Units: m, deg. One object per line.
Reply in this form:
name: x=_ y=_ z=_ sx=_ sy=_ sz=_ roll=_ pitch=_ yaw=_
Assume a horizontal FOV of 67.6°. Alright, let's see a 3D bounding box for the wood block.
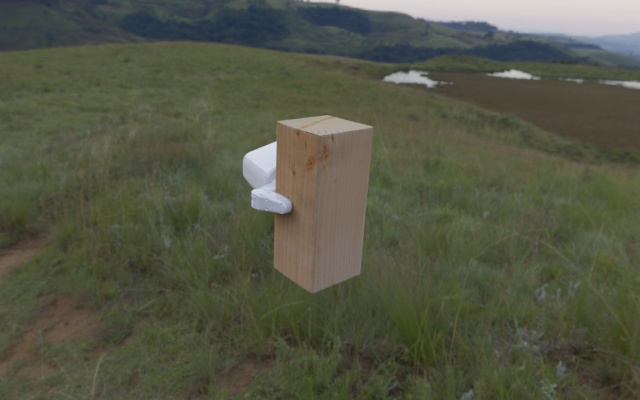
wood block: x=0.000 y=0.002 z=0.627 sx=0.091 sy=0.206 sz=0.090 roll=-14 pitch=27 yaw=-38
